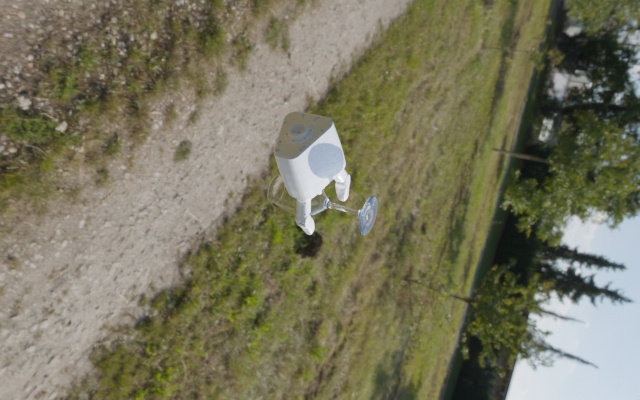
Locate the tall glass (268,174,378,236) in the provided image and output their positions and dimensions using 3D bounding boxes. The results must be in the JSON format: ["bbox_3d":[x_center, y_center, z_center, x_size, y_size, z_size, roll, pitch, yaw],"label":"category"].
[{"bbox_3d":[0.001,0.003,0.894,0.201,0.079,0.079,15,7,25],"label":"tall glass"}]
